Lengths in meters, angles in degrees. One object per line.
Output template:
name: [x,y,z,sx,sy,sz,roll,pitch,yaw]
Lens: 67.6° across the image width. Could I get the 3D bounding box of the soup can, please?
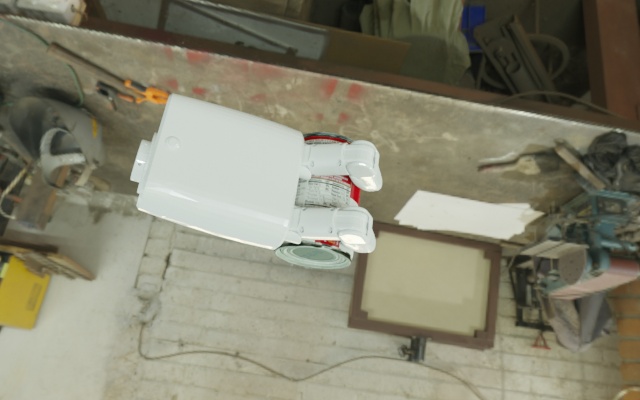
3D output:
soup can: [0.000,0.002,0.415,0.068,0.102,0.068,7,-22,3]
